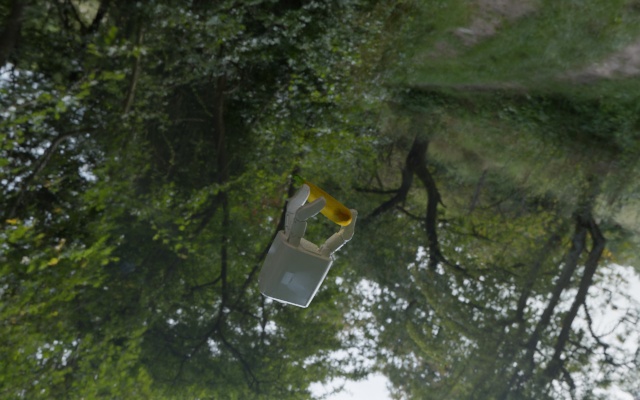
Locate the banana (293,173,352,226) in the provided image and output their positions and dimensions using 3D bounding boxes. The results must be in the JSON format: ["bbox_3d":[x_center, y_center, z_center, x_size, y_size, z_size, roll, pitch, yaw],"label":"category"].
[{"bbox_3d":[0.011,0.009,0.903,0.070,0.037,0.197,30,5,-40],"label":"banana"}]
